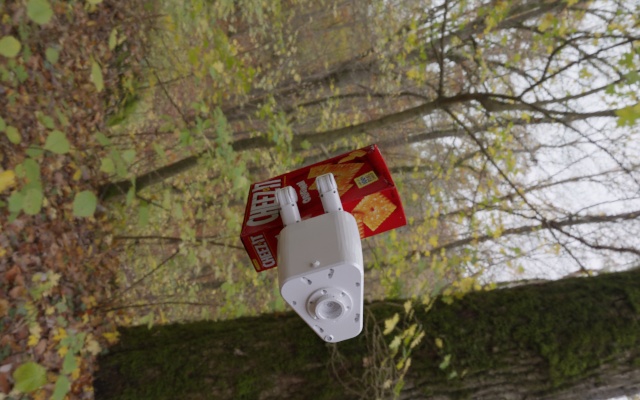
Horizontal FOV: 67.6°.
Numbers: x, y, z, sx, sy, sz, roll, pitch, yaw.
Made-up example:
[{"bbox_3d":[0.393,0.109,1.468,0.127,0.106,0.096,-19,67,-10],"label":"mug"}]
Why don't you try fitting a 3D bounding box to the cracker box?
[{"bbox_3d":[0.000,0.002,0.689,0.214,0.072,0.164,-17,26,6],"label":"cracker box"}]
